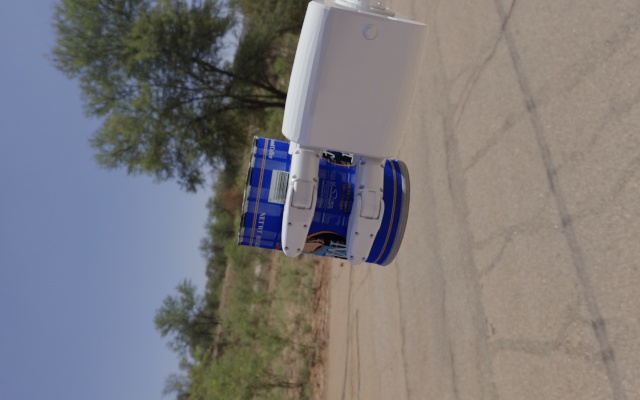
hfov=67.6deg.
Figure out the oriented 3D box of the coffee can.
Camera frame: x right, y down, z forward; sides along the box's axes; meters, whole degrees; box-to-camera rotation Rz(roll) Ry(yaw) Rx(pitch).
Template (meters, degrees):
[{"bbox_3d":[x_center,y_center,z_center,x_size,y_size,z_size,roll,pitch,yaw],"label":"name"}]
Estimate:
[{"bbox_3d":[0.000,0.002,0.448,0.140,0.103,0.103,9,-1,-8],"label":"coffee can"}]
